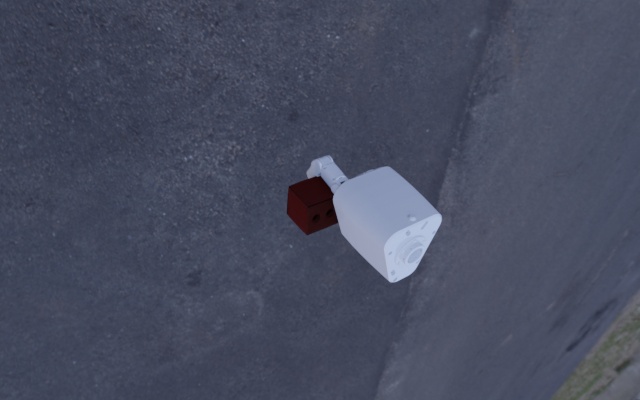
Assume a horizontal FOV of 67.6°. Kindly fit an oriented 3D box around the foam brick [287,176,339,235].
[{"bbox_3d":[0.000,0.002,0.653,0.078,0.053,0.051,-21,48,-26],"label":"foam brick"}]
